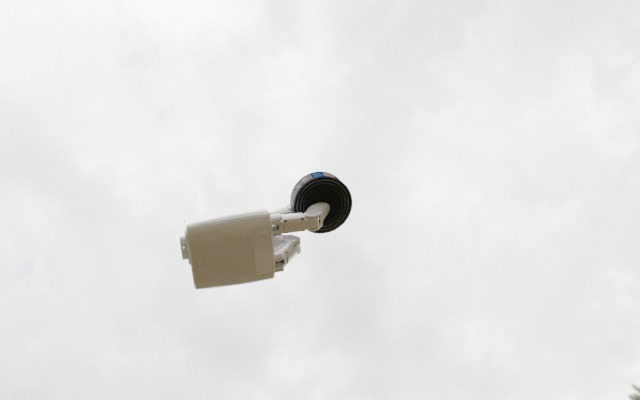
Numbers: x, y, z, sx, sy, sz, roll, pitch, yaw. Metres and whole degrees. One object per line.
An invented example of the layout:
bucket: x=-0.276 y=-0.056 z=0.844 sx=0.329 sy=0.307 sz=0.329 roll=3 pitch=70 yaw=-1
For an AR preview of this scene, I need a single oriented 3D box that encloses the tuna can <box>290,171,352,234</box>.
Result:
tuna can: x=0.000 y=0.002 z=0.688 sx=0.086 sy=0.086 sz=0.033 roll=0 pitch=19 yaw=-15
